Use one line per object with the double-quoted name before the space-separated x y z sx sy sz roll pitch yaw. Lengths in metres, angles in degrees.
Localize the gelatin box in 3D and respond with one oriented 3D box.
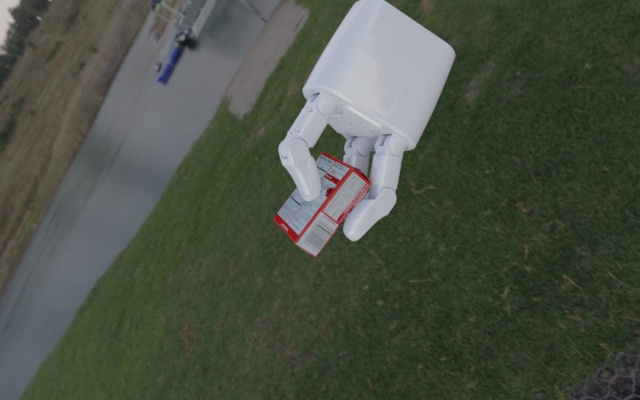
"gelatin box" 0.000 0.002 0.462 0.030 0.089 0.073 38 -1 -27
